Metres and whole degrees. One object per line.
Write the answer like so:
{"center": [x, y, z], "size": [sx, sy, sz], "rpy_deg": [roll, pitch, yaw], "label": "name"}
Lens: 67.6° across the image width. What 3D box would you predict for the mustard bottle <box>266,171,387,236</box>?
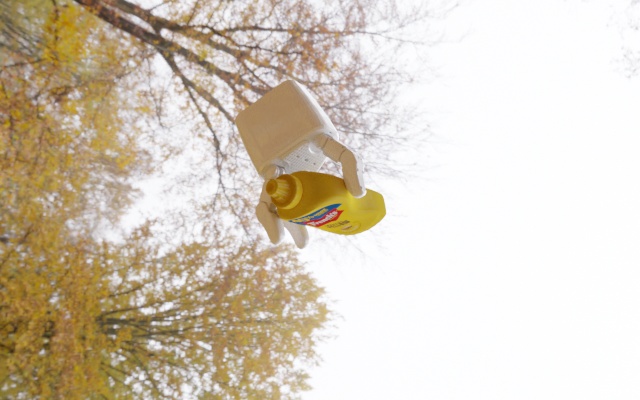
{"center": [0.000, 0.002, 0.613], "size": [0.096, 0.058, 0.192], "rpy_deg": [-19, -22, 32], "label": "mustard bottle"}
